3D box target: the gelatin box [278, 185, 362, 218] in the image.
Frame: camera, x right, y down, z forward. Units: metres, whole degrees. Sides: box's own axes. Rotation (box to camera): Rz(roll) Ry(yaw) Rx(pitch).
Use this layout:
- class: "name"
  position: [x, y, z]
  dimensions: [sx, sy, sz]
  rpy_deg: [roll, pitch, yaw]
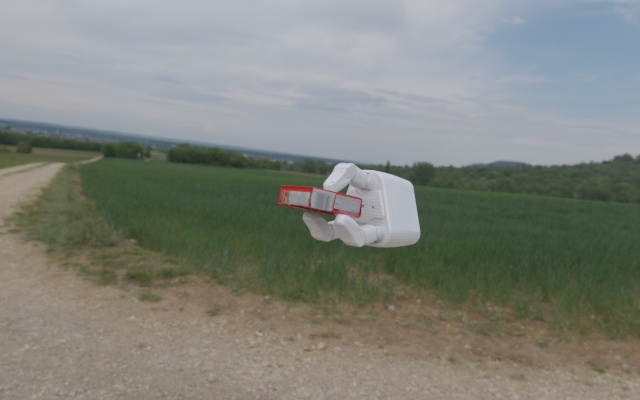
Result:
- class: "gelatin box"
  position: [0.000, 0.002, 0.640]
  dimensions: [0.089, 0.030, 0.073]
  rpy_deg: [12, -4, -39]
